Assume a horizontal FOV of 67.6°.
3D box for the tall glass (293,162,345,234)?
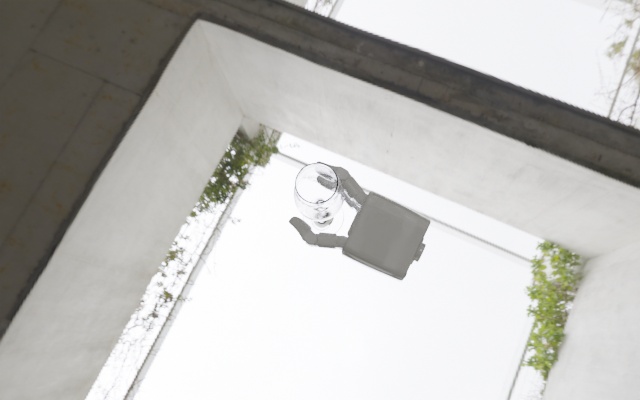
[{"bbox_3d":[0.000,0.003,0.766,0.079,0.079,0.201,0,-16,4],"label":"tall glass"}]
